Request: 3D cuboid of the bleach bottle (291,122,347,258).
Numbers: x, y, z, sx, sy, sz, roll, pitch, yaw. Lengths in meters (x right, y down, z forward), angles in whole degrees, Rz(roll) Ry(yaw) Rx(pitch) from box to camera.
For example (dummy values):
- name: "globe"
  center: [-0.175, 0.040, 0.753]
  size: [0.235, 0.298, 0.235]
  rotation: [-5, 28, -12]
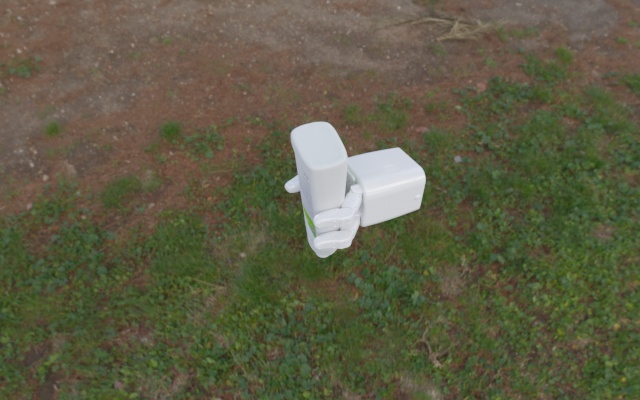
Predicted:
- name: "bleach bottle"
  center: [0.000, 0.003, 0.769]
  size: [0.068, 0.102, 0.251]
  rotation: [-15, -40, -12]
